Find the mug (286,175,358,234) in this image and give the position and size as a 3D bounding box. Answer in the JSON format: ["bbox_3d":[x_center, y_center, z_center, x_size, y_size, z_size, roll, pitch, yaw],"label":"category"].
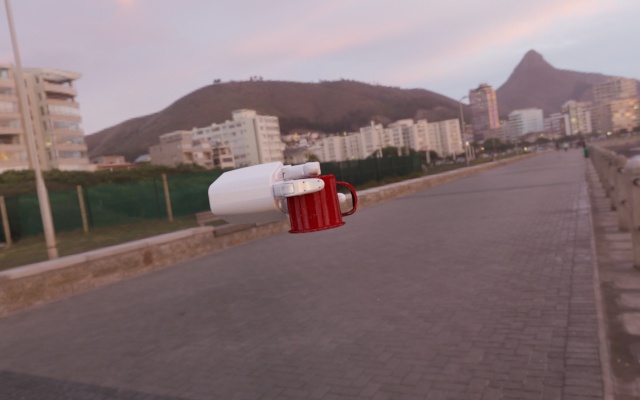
[{"bbox_3d":[0.001,0.002,0.758,0.117,0.081,0.093,-9,3,7],"label":"mug"}]
